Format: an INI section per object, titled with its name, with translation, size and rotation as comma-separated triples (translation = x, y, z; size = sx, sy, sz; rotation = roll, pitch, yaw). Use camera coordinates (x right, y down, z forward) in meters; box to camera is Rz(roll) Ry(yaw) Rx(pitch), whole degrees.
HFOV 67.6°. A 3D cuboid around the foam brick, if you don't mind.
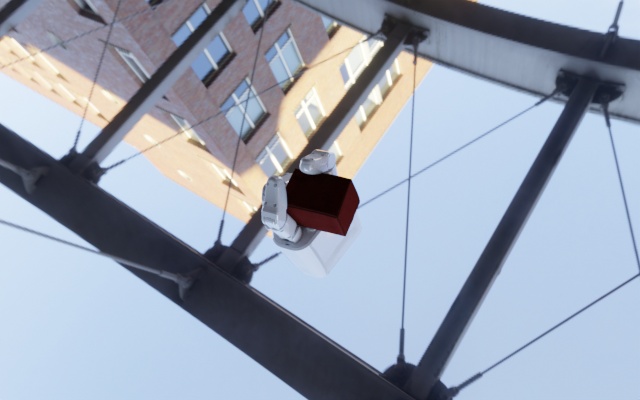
[foam brick]
translation = 0.000, 0.002, 0.567
size = 0.078, 0.053, 0.051
rotation = 13, -26, 25
